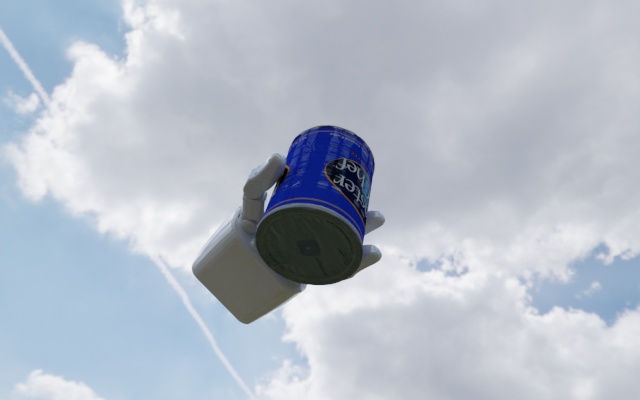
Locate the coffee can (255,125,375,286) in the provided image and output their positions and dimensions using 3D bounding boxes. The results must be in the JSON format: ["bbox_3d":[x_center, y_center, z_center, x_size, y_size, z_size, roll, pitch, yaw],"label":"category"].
[{"bbox_3d":[0.000,0.002,0.496,0.103,0.103,0.140,0,39,13],"label":"coffee can"}]
